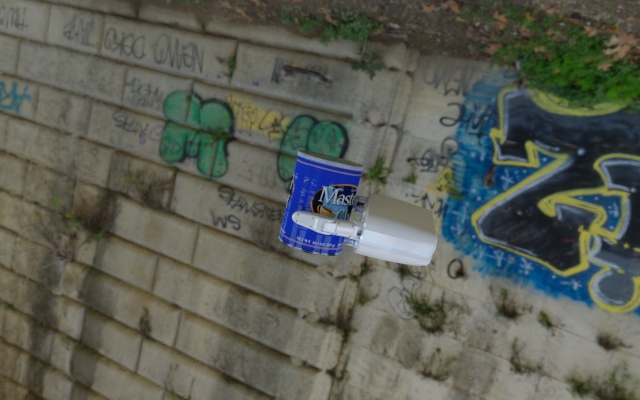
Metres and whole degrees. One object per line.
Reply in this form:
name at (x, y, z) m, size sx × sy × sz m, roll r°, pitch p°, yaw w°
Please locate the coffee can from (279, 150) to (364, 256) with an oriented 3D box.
coffee can at (0.000, 0.002, 0.737) m, size 0.103 × 0.140 × 0.103 m, roll 13°, pitch 9°, yaw -2°
